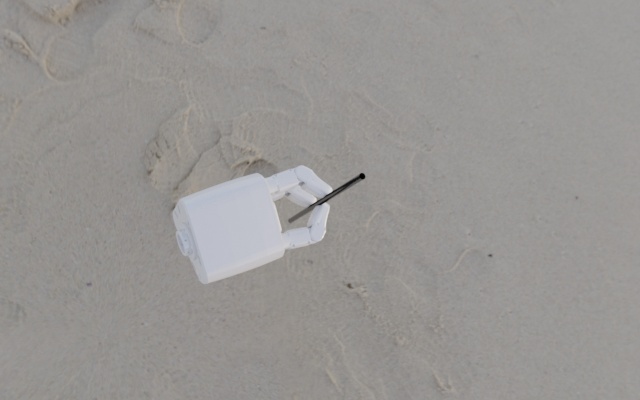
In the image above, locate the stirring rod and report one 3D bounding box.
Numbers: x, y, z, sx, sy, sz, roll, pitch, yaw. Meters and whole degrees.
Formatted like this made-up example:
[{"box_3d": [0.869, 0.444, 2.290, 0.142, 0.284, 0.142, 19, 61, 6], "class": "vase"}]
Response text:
[{"box_3d": [0.000, 0.002, 0.652, 0.011, 0.011, 0.239, 0, -14, -24], "class": "stirring rod"}]
